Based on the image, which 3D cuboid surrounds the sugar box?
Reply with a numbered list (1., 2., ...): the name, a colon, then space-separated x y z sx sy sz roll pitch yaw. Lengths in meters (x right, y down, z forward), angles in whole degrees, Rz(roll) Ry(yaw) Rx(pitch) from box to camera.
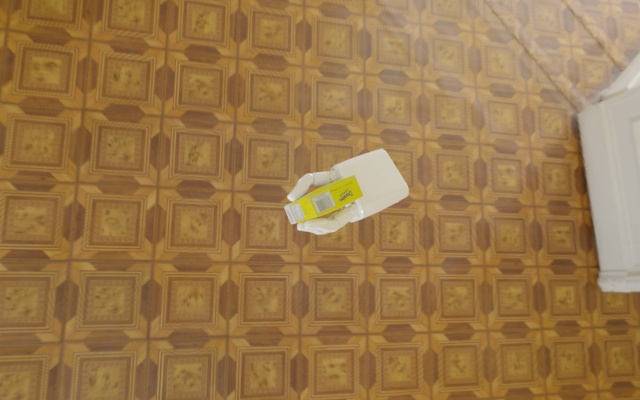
1. sugar box: 0.001 0.003 0.861 0.093 0.048 0.176 -23 -2 -17
